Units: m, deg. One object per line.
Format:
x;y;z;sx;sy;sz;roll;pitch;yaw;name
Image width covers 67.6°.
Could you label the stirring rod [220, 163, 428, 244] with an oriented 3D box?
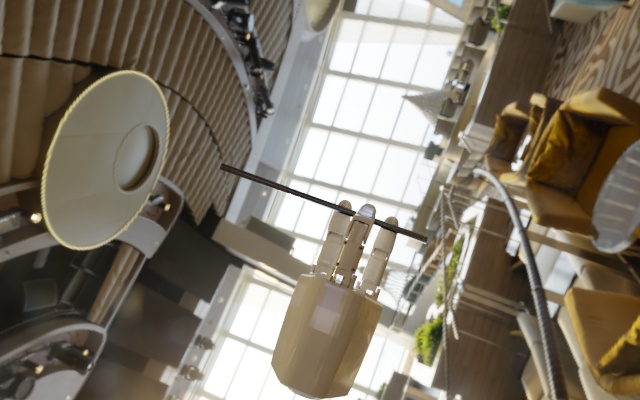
0.000;0.002;0.521;0.239;0.011;0.011;20;3;9;stirring rod
